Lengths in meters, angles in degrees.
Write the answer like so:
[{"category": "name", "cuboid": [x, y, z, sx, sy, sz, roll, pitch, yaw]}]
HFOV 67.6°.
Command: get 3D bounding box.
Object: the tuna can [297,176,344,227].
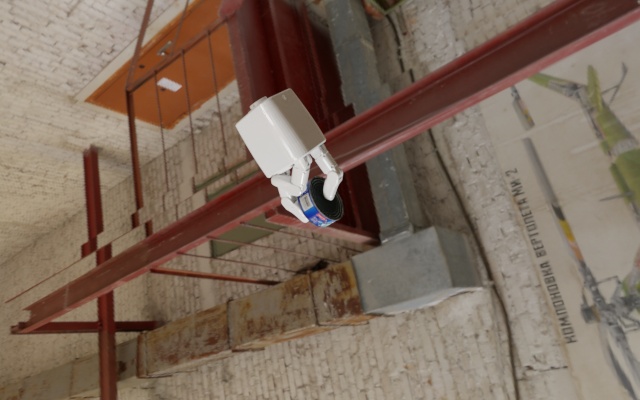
[{"category": "tuna can", "cuboid": [0.000, 0.003, 0.839, 0.034, 0.086, 0.086, -31, -18, 33]}]
